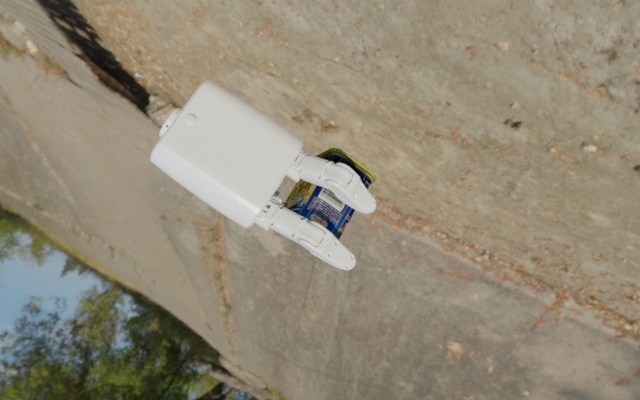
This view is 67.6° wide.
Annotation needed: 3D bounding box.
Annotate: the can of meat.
[{"bbox_3d":[0.000,0.002,0.492,0.057,0.084,0.102,35,-17,-15],"label":"can of meat"}]
